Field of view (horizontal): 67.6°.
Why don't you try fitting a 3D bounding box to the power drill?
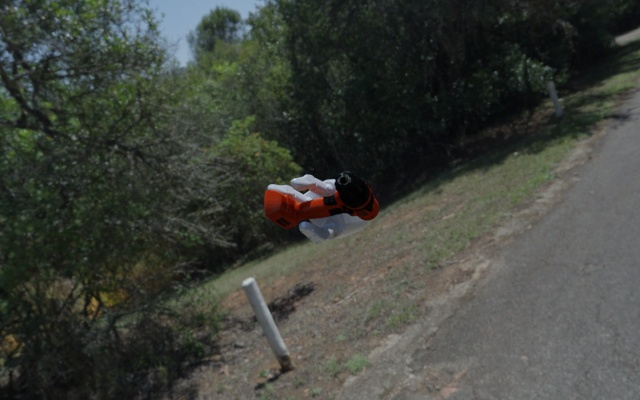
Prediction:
[{"bbox_3d":[0.000,0.003,0.842,0.187,0.057,0.184,-6,-20,17],"label":"power drill"}]
